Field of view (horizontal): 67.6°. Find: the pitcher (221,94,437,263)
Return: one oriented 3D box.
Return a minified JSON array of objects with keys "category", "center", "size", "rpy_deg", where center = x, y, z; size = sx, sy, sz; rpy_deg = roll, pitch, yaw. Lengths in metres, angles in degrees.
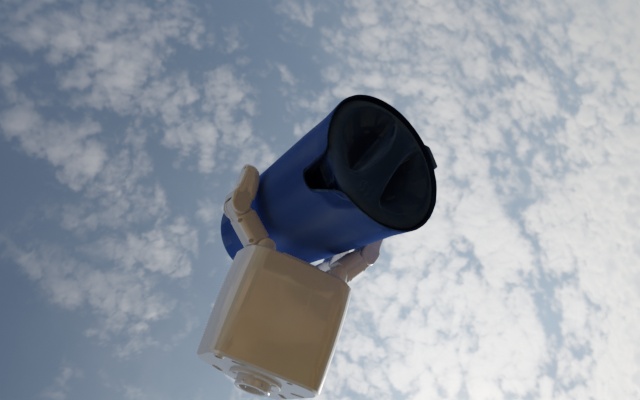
[{"category":"pitcher","center":[0.000,0.002,0.517],"size":[0.149,0.145,0.243],"rpy_deg":[34,-37,-22]}]
